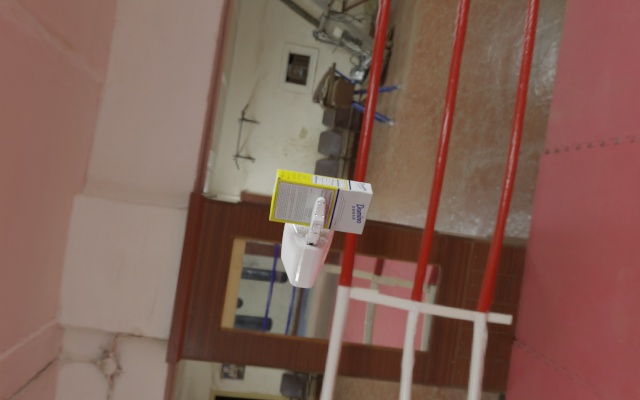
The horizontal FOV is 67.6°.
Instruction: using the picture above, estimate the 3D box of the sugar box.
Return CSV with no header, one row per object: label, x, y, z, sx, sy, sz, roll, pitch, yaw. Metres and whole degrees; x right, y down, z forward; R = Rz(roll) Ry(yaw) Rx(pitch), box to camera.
sugar box,0.000,0.003,0.881,0.176,0.093,0.048,8,31,-8
